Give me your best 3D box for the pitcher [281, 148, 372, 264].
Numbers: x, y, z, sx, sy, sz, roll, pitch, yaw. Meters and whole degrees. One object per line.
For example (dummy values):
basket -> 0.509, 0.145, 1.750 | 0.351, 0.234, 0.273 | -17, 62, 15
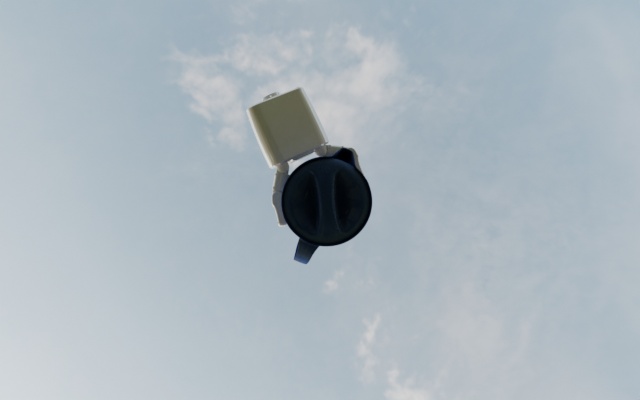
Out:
pitcher -> 0.000, 0.002, 0.808 | 0.149, 0.145, 0.243 | -24, 5, 0
